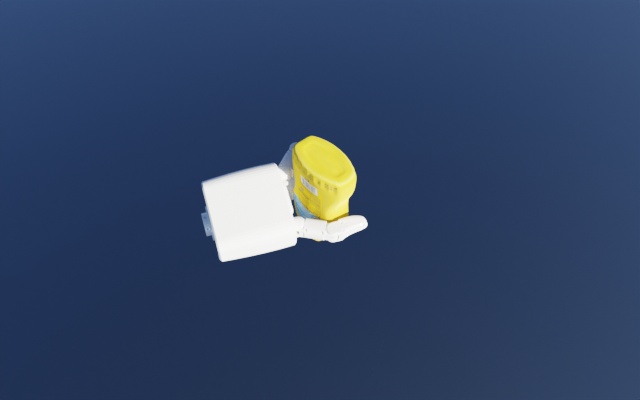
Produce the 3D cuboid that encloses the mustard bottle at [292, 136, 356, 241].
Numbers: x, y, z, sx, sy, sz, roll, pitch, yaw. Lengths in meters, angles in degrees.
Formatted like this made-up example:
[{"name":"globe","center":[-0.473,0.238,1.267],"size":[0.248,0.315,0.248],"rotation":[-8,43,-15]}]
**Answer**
[{"name":"mustard bottle","center":[0.000,0.002,0.690],"size":[0.058,0.096,0.192],"rotation":[-36,-26,-26]}]
